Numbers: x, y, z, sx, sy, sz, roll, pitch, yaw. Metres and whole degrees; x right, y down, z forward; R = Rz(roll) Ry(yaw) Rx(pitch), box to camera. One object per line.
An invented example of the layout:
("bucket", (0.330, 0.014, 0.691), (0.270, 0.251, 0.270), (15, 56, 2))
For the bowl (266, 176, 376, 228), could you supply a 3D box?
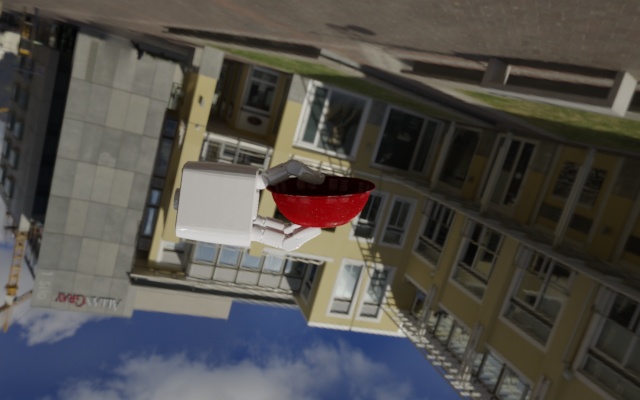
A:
("bowl", (0.001, 0.003, 0.708), (0.162, 0.055, 0.162), (-1, 12, 0))
